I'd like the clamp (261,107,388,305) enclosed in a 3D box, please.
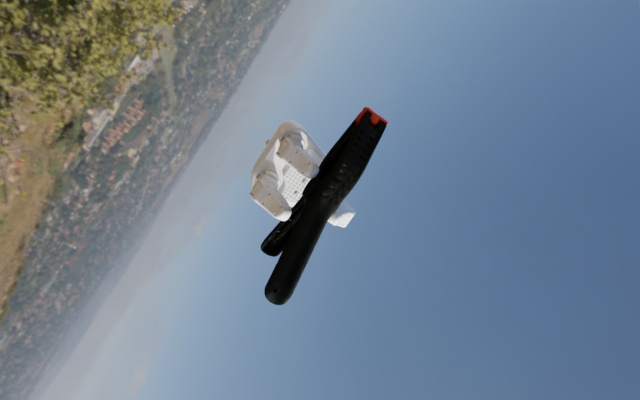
[{"bbox_3d":[0.001,0.002,0.487,0.036,0.210,0.164,33,11,-14],"label":"clamp"}]
